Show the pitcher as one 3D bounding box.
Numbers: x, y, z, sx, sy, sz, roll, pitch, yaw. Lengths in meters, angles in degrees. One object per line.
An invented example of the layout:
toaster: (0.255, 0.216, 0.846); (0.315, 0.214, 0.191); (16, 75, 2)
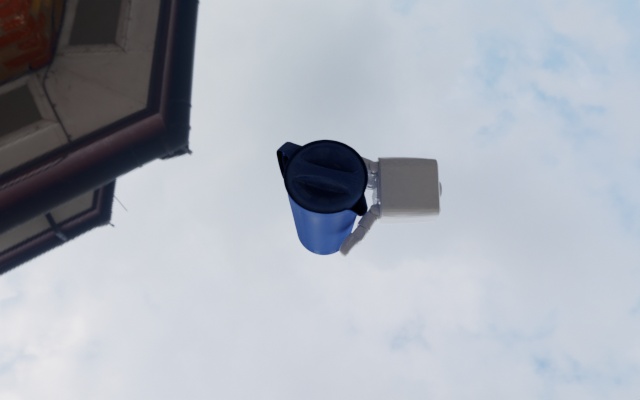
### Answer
pitcher: (0.000, 0.003, 0.851); (0.145, 0.149, 0.243); (-3, -25, -2)
